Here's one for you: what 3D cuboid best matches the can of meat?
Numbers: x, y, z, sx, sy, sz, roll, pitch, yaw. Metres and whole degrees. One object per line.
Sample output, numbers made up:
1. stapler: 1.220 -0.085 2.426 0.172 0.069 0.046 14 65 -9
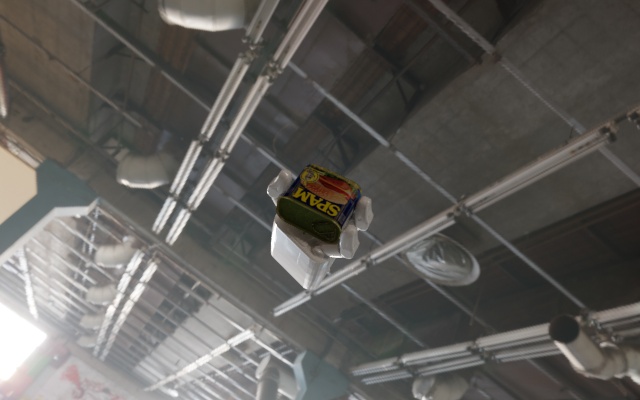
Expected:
1. can of meat: 0.000 0.002 0.699 0.102 0.084 0.057 26 -37 10
